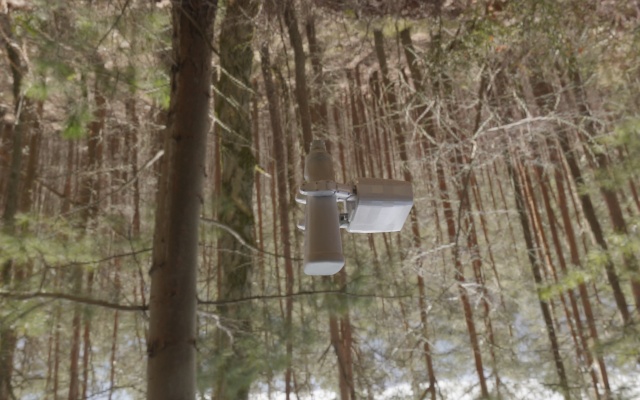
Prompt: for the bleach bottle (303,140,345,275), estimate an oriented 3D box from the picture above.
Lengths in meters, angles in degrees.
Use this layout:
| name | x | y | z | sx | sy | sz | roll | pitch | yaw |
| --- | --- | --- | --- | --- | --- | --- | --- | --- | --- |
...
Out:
| name | x | y | z | sx | sy | sz | roll | pitch | yaw |
| --- | --- | --- | --- | --- | --- | --- | --- | --- | --- |
| bleach bottle | 0.000 | 0.003 | 0.868 | 0.068 | 0.250 | 0.103 | 1 | -21 | -9 |
